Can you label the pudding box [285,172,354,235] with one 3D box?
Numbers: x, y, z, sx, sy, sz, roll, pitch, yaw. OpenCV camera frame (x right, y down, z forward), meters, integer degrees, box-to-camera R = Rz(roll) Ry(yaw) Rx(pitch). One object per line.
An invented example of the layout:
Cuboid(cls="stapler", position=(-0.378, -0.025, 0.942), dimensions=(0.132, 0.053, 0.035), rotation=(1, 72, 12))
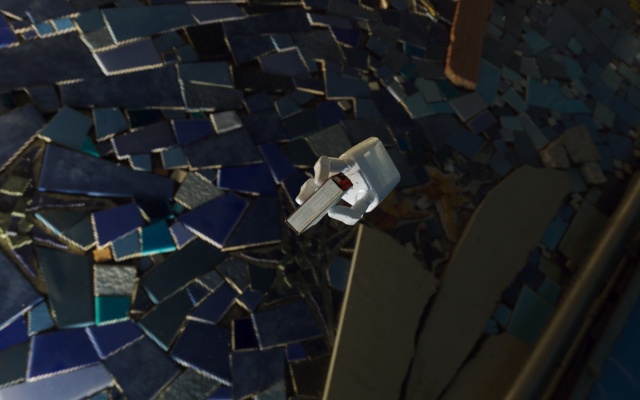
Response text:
Cuboid(cls="pudding box", position=(0.000, 0.003, 0.820), dimensions=(0.113, 0.039, 0.090), rotation=(-46, -5, 16))
